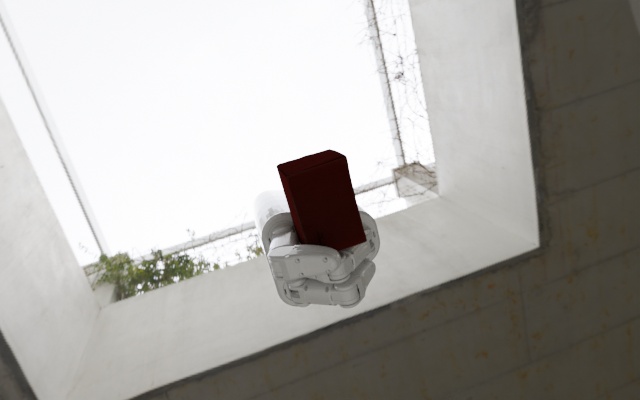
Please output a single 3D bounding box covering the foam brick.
[{"bbox_3d":[0.000,0.001,0.407,0.053,0.078,0.051,-18,19,-9],"label":"foam brick"}]
